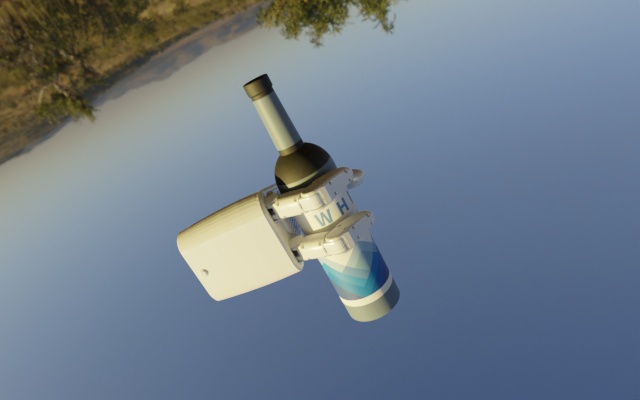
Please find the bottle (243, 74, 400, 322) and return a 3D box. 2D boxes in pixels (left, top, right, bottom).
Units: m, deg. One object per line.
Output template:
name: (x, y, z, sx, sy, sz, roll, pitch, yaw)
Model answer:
bottle: (0.000, 0.002, 0.524, 0.069, 0.296, 0.069, -24, 21, 10)
